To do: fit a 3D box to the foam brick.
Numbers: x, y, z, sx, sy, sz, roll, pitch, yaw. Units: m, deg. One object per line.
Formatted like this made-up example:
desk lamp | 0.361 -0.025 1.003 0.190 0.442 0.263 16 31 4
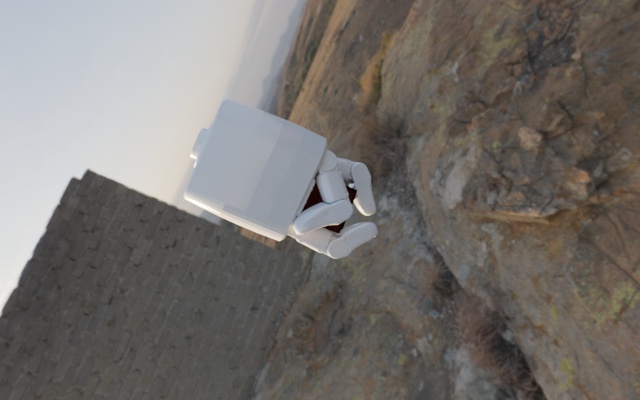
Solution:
foam brick | 0.000 0.002 0.537 0.051 0.053 0.078 22 -3 -11
